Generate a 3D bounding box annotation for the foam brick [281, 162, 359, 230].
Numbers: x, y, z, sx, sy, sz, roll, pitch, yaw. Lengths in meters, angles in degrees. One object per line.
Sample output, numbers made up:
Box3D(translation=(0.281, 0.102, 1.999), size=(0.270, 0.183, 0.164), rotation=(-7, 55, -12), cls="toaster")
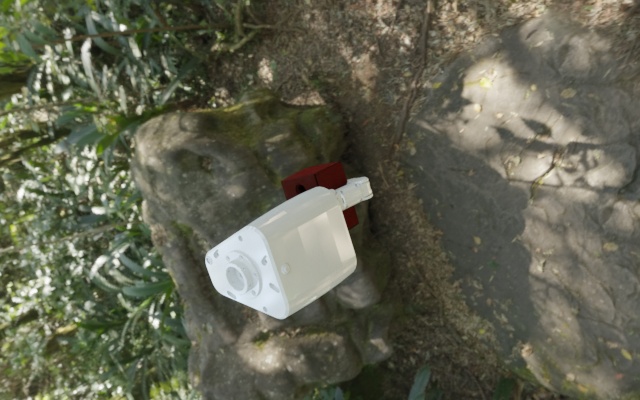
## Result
Box3D(translation=(0.000, 0.001, 0.538), size=(0.053, 0.078, 0.051), rotation=(-9, 13, 42), cls="foam brick")
